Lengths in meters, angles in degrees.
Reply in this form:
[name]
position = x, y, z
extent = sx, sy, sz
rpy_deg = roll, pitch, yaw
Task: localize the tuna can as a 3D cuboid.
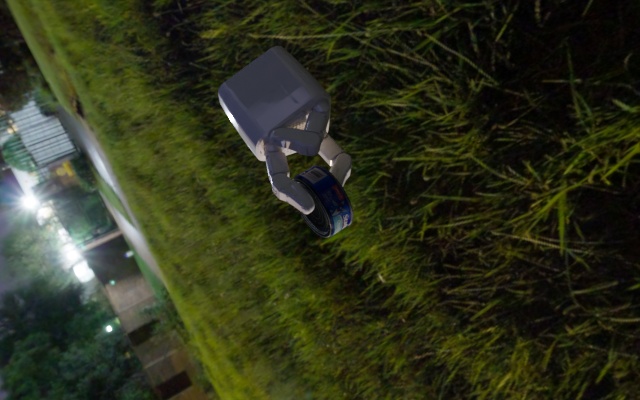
[tuna can]
position = 0.000, 0.002, 0.582
extent = 0.033, 0.086, 0.086
rpy_deg = -32, 13, -22
